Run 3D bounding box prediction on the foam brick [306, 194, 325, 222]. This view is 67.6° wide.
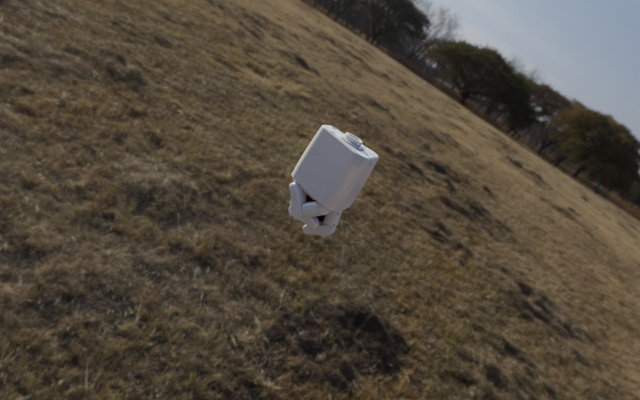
[{"bbox_3d":[0.000,0.003,0.883,0.053,0.051,0.078,34,19,15],"label":"foam brick"}]
